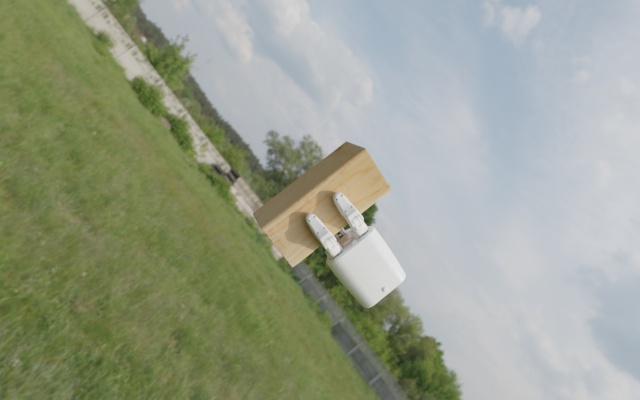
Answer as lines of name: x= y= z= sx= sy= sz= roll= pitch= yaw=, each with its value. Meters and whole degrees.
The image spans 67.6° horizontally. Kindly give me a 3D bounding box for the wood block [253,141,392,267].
wood block: x=0.000 y=0.003 z=0.798 sx=0.206 sy=0.090 sz=0.090 roll=-38 pitch=21 yaw=-5
